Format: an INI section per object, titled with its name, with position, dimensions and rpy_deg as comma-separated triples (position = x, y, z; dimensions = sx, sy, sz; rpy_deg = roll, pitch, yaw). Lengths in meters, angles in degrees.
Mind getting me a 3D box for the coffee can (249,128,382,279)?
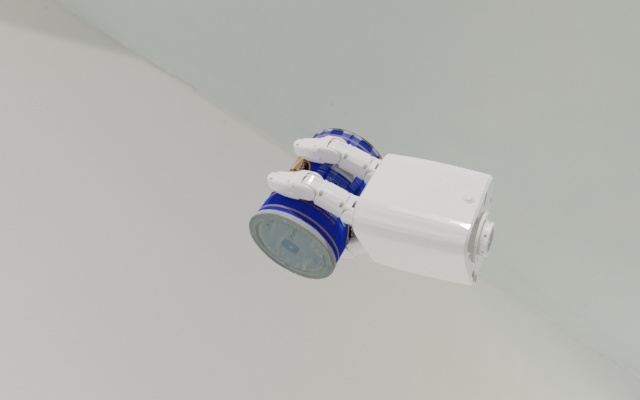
[coffee can]
position = 0.000, 0.002, 0.538
dimensions = 0.103, 0.103, 0.140
rpy_deg = 0, 44, 40
